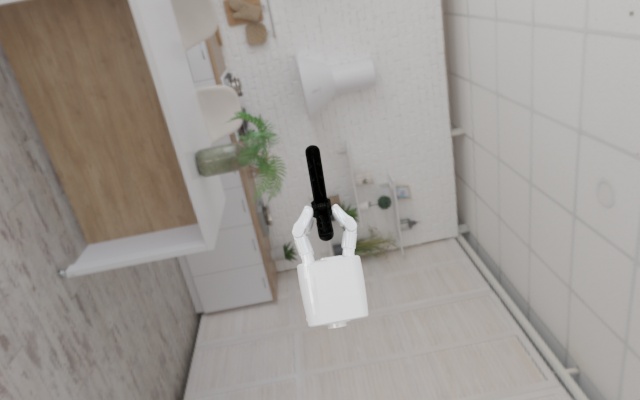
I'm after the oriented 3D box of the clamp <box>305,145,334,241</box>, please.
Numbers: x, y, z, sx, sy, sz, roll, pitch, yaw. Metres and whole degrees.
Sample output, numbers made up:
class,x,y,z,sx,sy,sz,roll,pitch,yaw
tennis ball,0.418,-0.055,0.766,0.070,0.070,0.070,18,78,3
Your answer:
class,x,y,z,sx,sy,sz,roll,pitch,yaw
clamp,0.001,0.003,0.858,0.036,0.164,0.210,-8,-12,0
